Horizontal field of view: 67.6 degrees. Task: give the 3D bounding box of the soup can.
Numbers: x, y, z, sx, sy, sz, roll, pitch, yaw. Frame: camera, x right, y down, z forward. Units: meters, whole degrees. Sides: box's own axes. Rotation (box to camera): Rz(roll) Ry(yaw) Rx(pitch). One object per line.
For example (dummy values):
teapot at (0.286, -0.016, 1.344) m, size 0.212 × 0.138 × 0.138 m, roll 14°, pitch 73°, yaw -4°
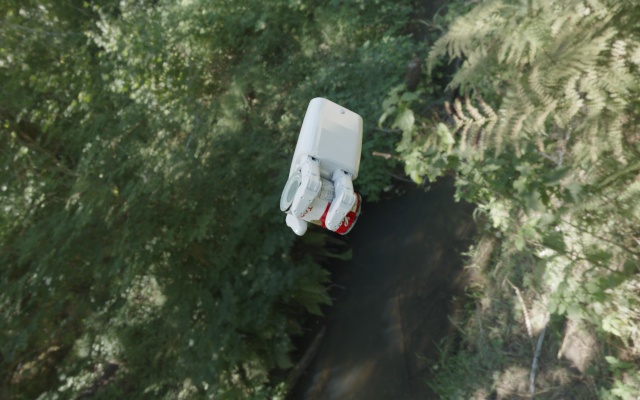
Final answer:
soup can at (0.000, 0.003, 0.711) m, size 0.102 × 0.068 × 0.068 m, roll 22°, pitch -8°, yaw -21°
